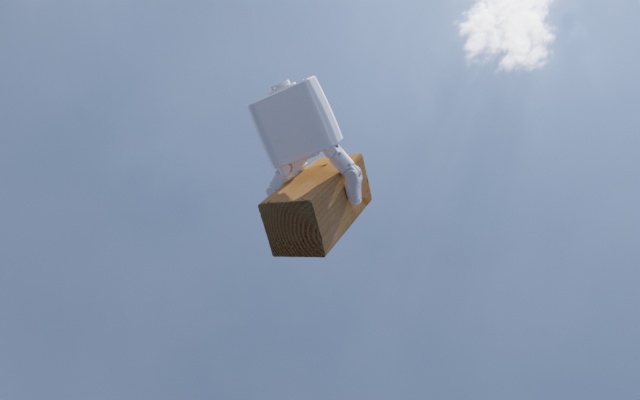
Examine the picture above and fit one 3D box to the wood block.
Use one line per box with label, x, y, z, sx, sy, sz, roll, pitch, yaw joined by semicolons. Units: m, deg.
wood block;0.000;0.002;0.759;0.091;0.090;0.206;-3;22;28
